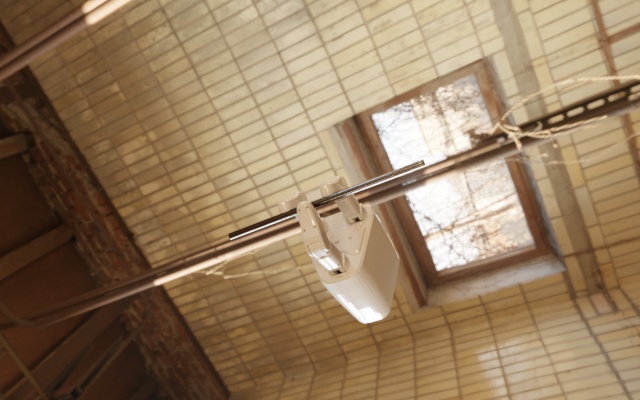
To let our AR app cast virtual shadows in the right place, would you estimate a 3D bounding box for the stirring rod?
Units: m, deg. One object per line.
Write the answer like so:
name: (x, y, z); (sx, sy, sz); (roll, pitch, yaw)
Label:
stirring rod: (0.000, 0.002, 0.527); (0.239, 0.011, 0.011); (-21, -7, 18)
